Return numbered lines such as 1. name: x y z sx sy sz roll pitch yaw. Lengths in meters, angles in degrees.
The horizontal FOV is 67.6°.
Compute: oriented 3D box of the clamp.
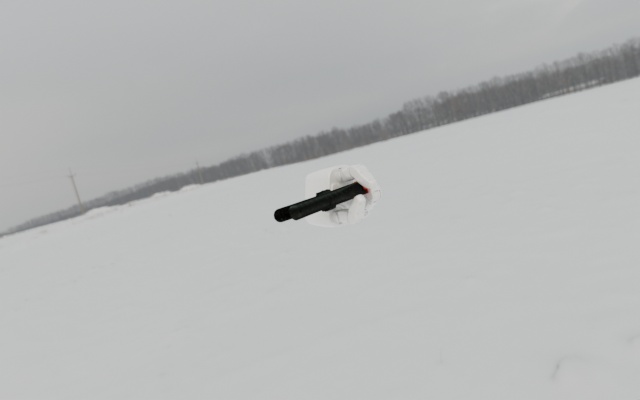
1. clamp: 0.000 0.002 0.833 0.171 0.039 0.120 -17 7 -28
